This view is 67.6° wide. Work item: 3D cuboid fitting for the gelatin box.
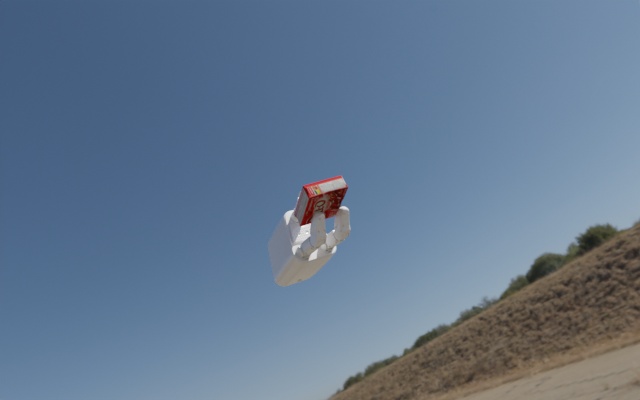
[{"bbox_3d":[0.000,0.002,0.808,0.073,0.030,0.089,-16,-30,-24],"label":"gelatin box"}]
